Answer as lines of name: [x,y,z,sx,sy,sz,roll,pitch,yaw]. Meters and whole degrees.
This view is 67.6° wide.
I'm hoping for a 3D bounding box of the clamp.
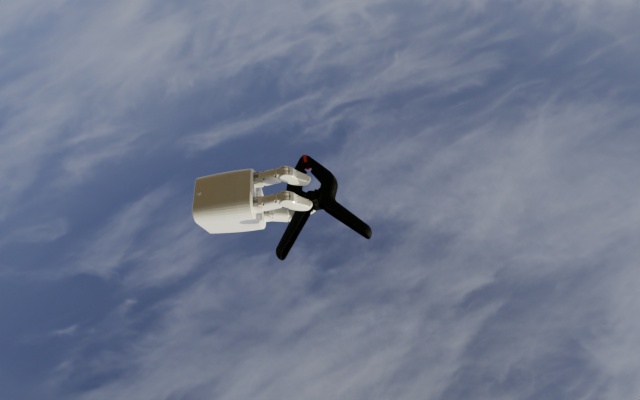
clamp: [0.000,0.003,0.852,0.164,0.209,0.036,-8,-35,5]
